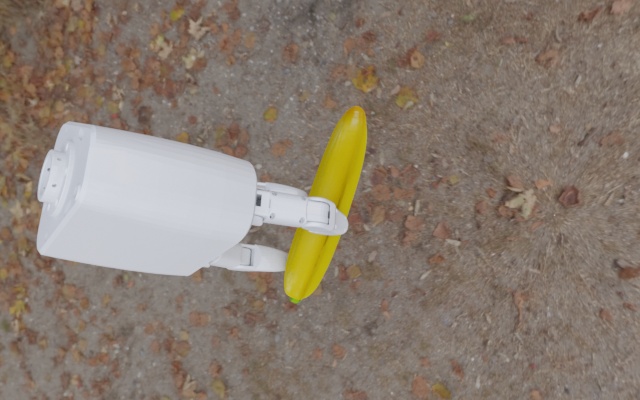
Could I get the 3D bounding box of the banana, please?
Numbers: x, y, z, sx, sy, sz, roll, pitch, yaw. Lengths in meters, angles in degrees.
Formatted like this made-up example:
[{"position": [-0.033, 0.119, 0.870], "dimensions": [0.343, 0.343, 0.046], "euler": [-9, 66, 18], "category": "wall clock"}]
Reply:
[{"position": [0.002, 0.007, 0.426], "dimensions": [0.037, 0.198, 0.069], "euler": [19, 5, -13], "category": "banana"}]
